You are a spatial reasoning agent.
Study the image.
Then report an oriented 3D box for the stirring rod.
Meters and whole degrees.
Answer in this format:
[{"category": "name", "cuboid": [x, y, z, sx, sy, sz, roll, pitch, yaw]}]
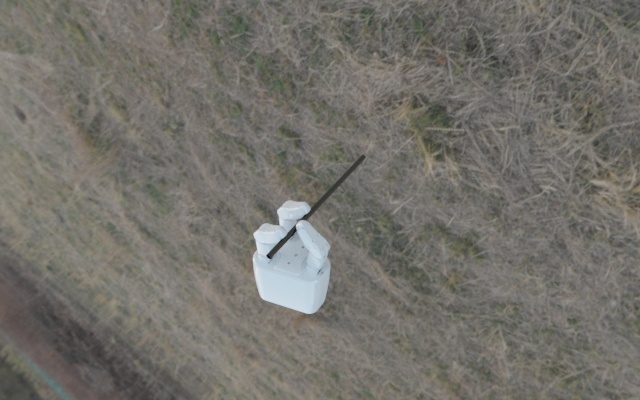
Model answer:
[{"category": "stirring rod", "cuboid": [0.000, 0.002, 0.698, 0.011, 0.011, 0.239, 0, 37, 46]}]
